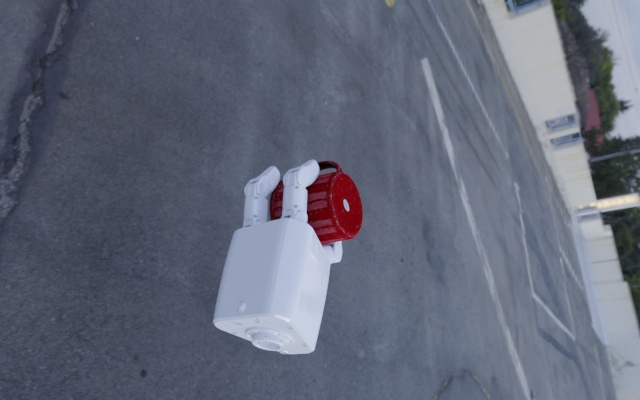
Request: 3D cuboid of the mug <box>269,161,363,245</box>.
[{"bbox_3d":[0.001,0.001,0.583,0.081,0.117,0.093,-12,-38,30],"label":"mug"}]
